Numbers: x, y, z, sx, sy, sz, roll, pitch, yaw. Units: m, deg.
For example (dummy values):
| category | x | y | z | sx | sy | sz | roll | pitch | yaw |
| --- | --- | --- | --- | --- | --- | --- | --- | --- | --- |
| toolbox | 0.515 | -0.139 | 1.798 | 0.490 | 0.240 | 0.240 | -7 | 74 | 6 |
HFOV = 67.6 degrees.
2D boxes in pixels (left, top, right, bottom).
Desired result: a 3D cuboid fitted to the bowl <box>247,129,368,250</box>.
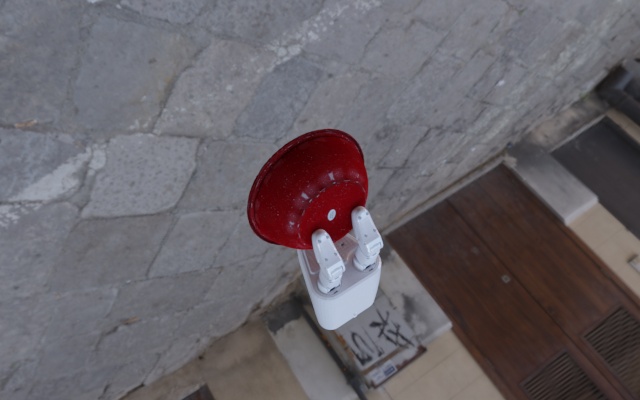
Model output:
| category | x | y | z | sx | sy | sz | roll | pitch | yaw |
| --- | --- | --- | --- | --- | --- | --- | --- | --- | --- |
| bowl | 0.000 | 0.001 | 0.545 | 0.162 | 0.162 | 0.055 | 0 | 33 | -40 |
